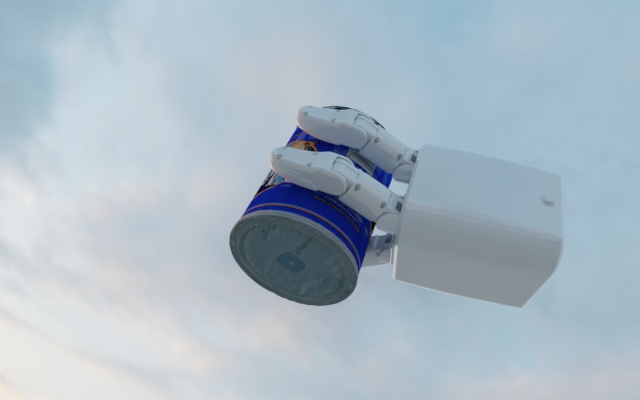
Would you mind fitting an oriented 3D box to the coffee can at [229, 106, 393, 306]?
[{"bbox_3d":[0.000,0.001,0.404,0.103,0.103,0.140,0,43,26],"label":"coffee can"}]
